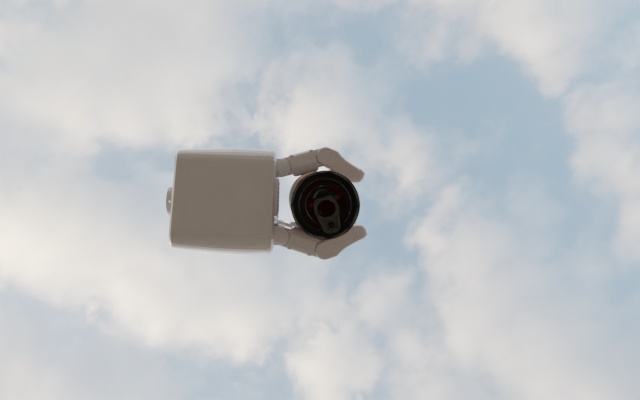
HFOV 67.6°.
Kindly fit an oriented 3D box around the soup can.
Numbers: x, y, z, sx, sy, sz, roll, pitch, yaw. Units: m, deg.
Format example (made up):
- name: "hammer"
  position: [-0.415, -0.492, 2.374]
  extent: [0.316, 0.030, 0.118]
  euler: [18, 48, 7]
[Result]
- name: "soup can"
  position: [0.001, 0.002, 0.513]
  extent: [0.068, 0.068, 0.102]
  euler: [0, 4, -6]
